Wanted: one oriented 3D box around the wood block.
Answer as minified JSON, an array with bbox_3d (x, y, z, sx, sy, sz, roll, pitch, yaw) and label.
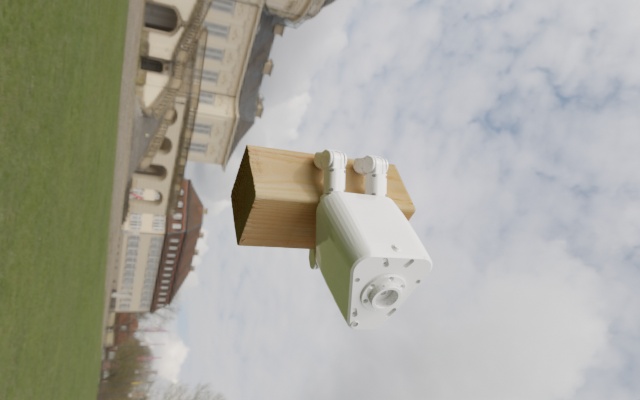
[{"bbox_3d":[0.000,0.003,0.607,0.206,0.090,0.091,6,-46,-24],"label":"wood block"}]
